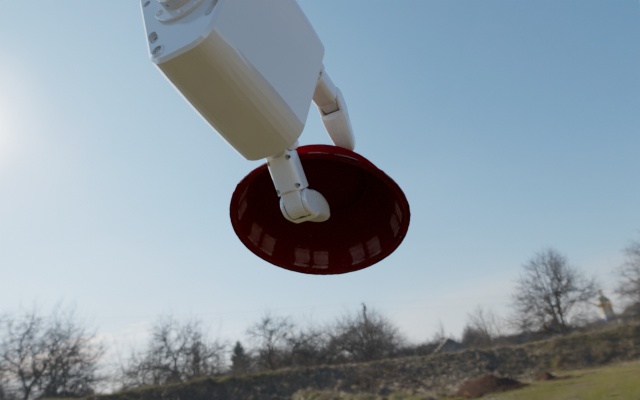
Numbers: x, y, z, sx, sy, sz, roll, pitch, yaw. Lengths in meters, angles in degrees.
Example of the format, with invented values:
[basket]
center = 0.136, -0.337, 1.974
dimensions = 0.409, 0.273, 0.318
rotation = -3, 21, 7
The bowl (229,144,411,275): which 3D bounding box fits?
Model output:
[bowl]
center = 0.000, 0.002, 0.445
dimensions = 0.162, 0.055, 0.162
rotation = 2, -45, 2
